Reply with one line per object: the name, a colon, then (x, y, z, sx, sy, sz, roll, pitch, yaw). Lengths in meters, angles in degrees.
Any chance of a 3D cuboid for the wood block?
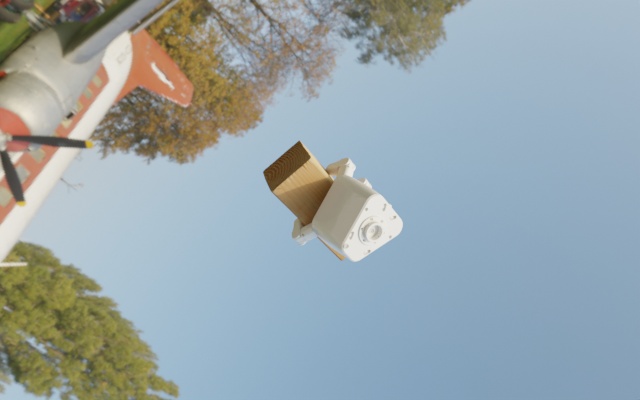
wood block: (0.000, 0.003, 0.873, 0.206, 0.091, 0.090, 47, 6, -31)
